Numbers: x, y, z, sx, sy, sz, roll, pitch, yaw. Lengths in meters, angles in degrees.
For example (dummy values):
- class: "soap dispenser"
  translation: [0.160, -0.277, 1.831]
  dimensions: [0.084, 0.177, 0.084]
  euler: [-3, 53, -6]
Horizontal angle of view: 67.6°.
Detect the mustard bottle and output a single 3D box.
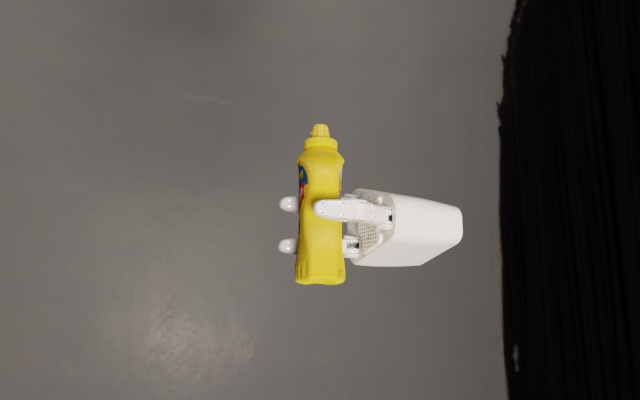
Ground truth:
- class: "mustard bottle"
  translation: [0.000, 0.002, 0.568]
  dimensions: [0.058, 0.191, 0.096]
  euler: [1, -12, -3]
